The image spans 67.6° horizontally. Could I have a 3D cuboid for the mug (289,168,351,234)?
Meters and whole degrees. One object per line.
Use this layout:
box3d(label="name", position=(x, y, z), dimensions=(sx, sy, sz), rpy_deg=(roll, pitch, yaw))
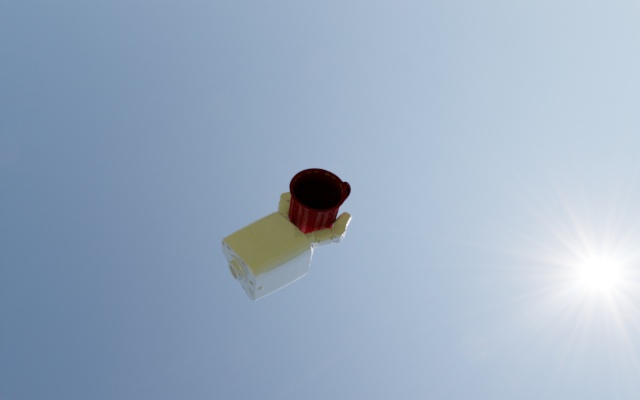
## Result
box3d(label="mug", position=(0.001, 0.002, 0.799), dimensions=(0.117, 0.093, 0.082), rpy_deg=(-25, -30, -27))
